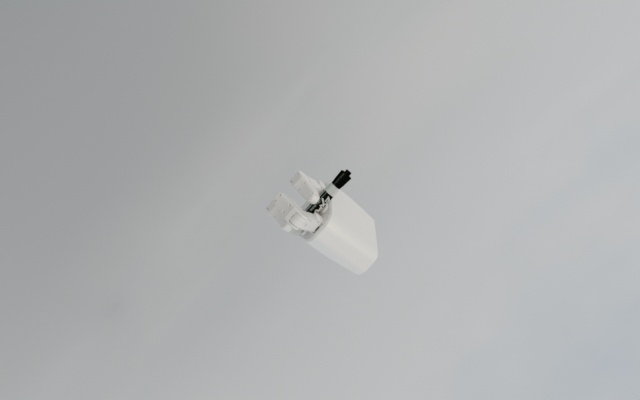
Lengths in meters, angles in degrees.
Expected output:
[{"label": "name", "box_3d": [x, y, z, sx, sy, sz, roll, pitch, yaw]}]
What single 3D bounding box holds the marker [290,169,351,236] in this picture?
[{"label": "marker", "box_3d": [0.000, 0.002, 0.681, 0.020, 0.121, 0.020, 41, 12, -11]}]
